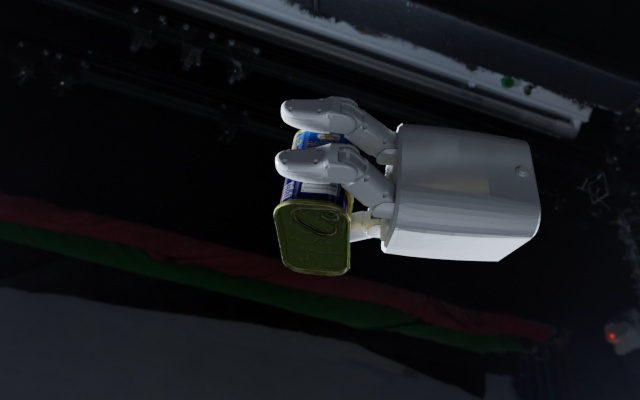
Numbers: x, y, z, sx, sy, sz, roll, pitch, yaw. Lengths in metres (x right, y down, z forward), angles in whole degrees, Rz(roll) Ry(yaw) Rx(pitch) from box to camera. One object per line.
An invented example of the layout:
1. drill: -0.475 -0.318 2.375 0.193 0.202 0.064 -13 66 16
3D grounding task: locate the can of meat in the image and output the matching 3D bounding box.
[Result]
1. can of meat: 0.000 0.001 0.401 0.057 0.084 0.102 4 -37 7
